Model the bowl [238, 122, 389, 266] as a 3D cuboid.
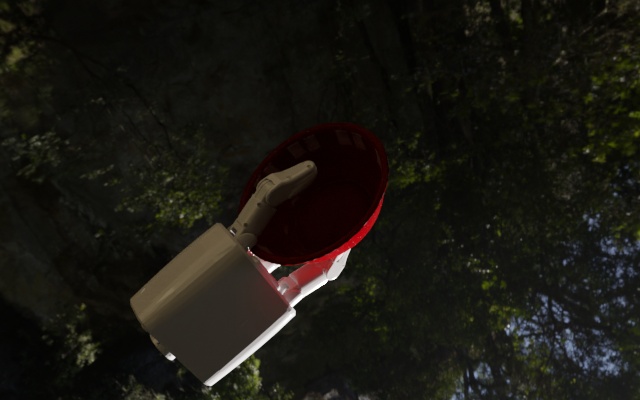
[{"bbox_3d":[0.001,0.001,0.471,0.162,0.162,0.055,0,-32,33],"label":"bowl"}]
